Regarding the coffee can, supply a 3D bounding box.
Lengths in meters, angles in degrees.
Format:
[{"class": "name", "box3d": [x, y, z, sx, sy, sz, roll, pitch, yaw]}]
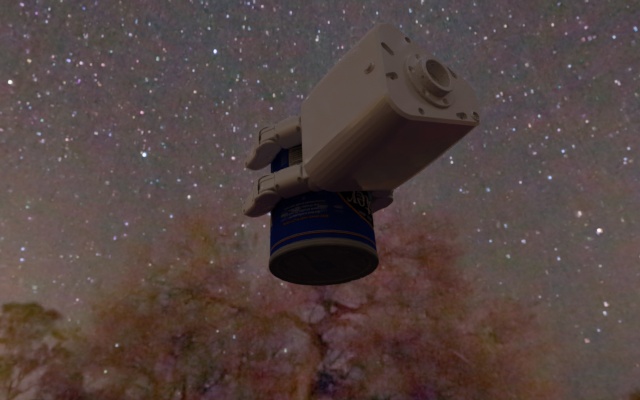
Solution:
[{"class": "coffee can", "box3d": [0.000, 0.002, 0.477, 0.103, 0.140, 0.103, -2, -29, -1]}]
